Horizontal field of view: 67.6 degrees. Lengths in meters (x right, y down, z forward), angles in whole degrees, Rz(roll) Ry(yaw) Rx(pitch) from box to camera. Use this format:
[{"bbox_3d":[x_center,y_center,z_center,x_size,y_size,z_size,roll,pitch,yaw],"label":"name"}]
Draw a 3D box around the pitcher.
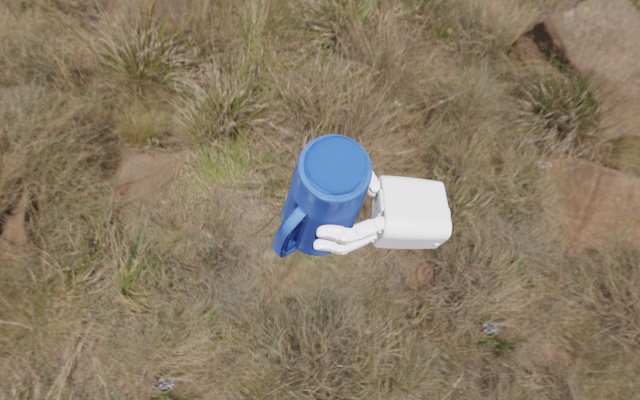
[{"bbox_3d":[0.000,0.002,0.772,0.145,0.149,0.243,4,-22,-6],"label":"pitcher"}]
